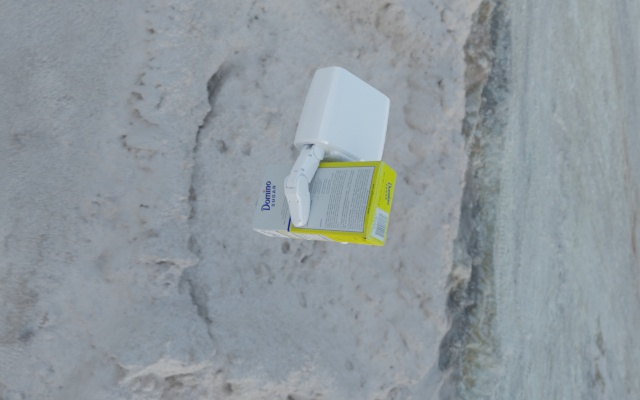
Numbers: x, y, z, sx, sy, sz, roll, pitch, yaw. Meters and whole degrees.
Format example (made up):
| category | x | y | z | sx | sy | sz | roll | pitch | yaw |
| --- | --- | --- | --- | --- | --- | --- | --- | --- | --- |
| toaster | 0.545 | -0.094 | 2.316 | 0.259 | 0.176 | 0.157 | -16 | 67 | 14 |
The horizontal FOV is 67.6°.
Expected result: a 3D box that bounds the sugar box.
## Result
| category | x | y | z | sx | sy | sz | roll | pitch | yaw |
| --- | --- | --- | --- | --- | --- | --- | --- | --- | --- |
| sugar box | 0.001 | 0.002 | 0.591 | 0.176 | 0.093 | 0.048 | 2 | -17 | 39 |
